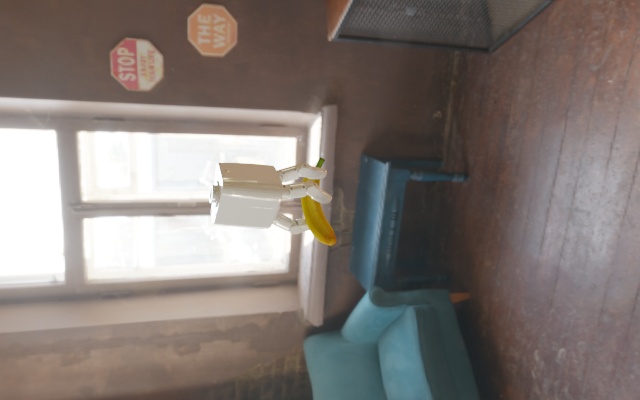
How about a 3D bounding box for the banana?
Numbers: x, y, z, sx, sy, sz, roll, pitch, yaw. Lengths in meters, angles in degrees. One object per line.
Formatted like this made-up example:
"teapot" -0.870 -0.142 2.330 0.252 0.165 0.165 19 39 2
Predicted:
"banana" -0.008 0.010 0.914 0.037 0.197 0.070 9 -38 -26
